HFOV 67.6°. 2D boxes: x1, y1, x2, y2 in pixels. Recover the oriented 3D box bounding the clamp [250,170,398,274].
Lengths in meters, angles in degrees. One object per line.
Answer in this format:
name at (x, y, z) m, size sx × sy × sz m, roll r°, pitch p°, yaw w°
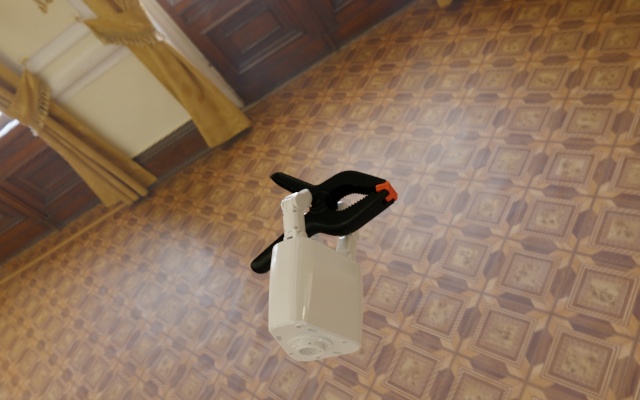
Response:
clamp at (0.000, 0.002, 0.641) m, size 0.210 × 0.164 × 0.036 m, roll -20°, pitch -42°, yaw 24°
